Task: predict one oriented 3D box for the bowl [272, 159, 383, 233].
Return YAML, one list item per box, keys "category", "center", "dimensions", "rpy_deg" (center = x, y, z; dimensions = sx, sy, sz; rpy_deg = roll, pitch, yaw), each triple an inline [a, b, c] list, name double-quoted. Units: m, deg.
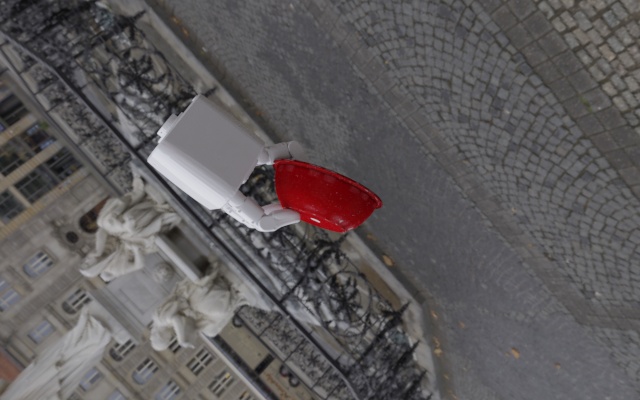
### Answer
- category: "bowl"
  center: [0.001, 0.003, 0.652]
  dimensions: [0.162, 0.055, 0.162]
  rpy_deg: [20, -11, 4]
